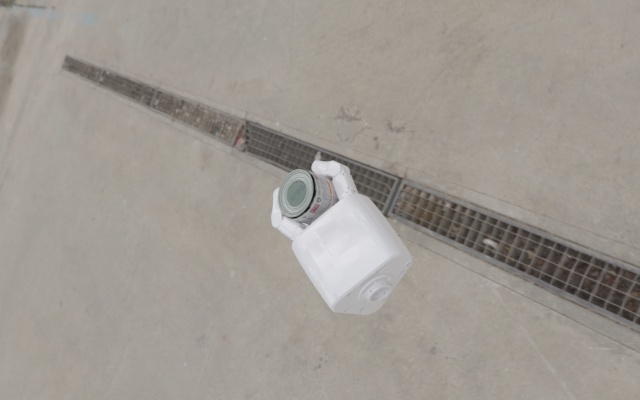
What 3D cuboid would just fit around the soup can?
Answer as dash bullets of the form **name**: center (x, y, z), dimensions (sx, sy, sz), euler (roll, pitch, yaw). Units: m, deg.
- **soup can**: center (0.000, 0.002, 0.650), dimensions (0.068, 0.068, 0.102), euler (0, -13, 42)
